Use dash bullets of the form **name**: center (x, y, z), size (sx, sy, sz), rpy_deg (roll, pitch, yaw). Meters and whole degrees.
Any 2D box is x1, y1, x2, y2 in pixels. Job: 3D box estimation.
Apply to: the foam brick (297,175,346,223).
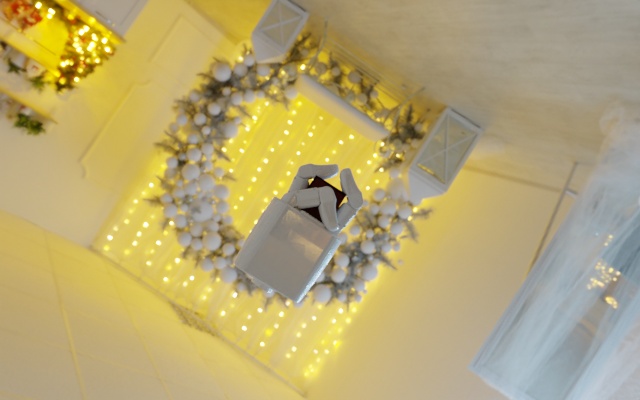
- **foam brick**: center (0.000, 0.002, 0.692), size (0.053, 0.051, 0.078), rpy_deg (33, -5, 2)
